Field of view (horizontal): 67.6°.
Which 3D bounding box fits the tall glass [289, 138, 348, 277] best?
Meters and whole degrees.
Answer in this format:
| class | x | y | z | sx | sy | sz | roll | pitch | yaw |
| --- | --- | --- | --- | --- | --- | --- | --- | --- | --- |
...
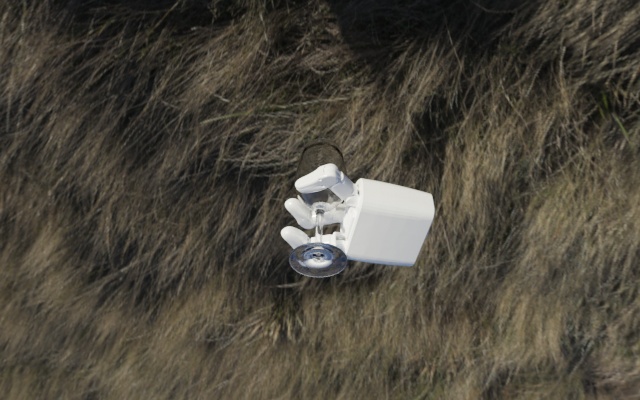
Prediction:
| class | x | y | z | sx | sy | sz | roll | pitch | yaw |
| --- | --- | --- | --- | --- | --- | --- | --- | --- | --- |
| tall glass | 0.000 | 0.003 | 0.665 | 0.079 | 0.200 | 0.079 | 1 | -42 | 1 |
